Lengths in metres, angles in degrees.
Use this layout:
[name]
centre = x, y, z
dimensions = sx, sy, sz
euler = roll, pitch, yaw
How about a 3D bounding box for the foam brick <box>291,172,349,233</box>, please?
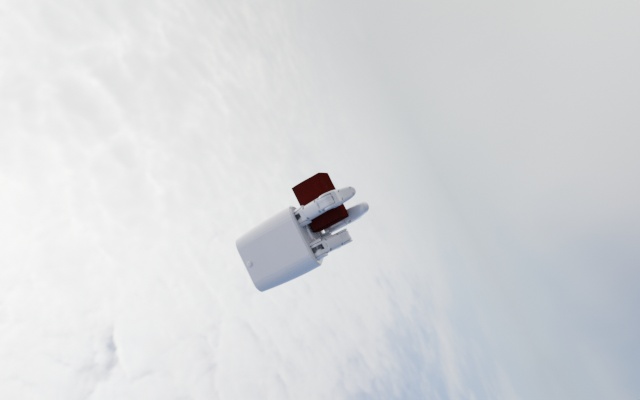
[foam brick]
centre = 0.000, 0.002, 0.728
dimensions = 0.051, 0.078, 0.053
euler = -28, -7, 15
